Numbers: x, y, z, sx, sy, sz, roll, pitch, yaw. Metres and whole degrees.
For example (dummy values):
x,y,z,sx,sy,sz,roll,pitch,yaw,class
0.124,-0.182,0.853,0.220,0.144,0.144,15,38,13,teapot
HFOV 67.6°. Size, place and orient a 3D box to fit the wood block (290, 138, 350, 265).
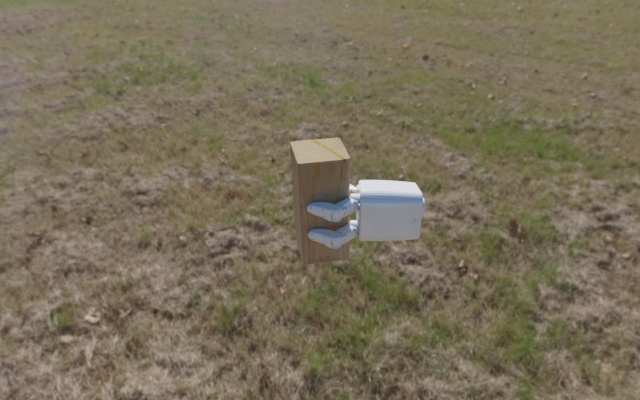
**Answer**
x,y,z,sx,sy,sz,roll,pitch,yaw,class
0.000,0.002,0.855,0.090,0.206,0.090,-6,32,-8,wood block
